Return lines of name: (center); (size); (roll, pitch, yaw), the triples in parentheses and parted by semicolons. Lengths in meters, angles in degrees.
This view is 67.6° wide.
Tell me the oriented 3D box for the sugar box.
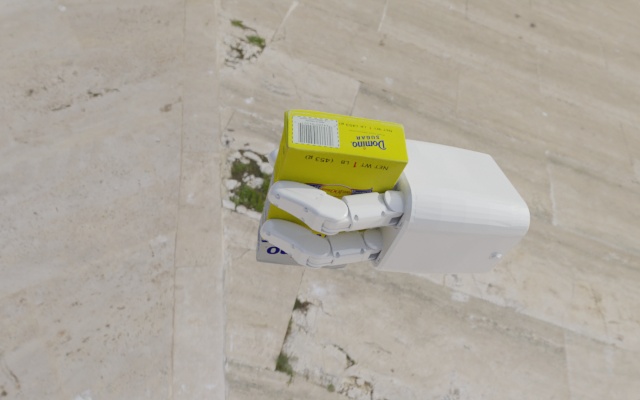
sugar box: (0.000, 0.002, 0.415); (0.093, 0.048, 0.176); (7, -38, -11)
